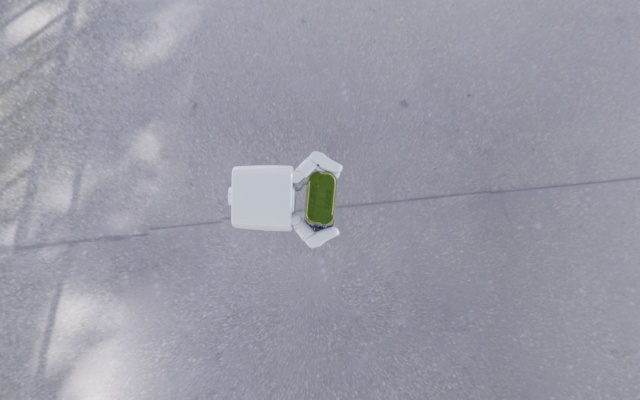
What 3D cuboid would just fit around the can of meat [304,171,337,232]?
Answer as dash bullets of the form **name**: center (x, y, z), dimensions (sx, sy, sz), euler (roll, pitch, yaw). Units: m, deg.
- **can of meat**: center (0.000, 0.003, 0.864), dimensions (0.057, 0.102, 0.084), euler (5, -11, 0)
